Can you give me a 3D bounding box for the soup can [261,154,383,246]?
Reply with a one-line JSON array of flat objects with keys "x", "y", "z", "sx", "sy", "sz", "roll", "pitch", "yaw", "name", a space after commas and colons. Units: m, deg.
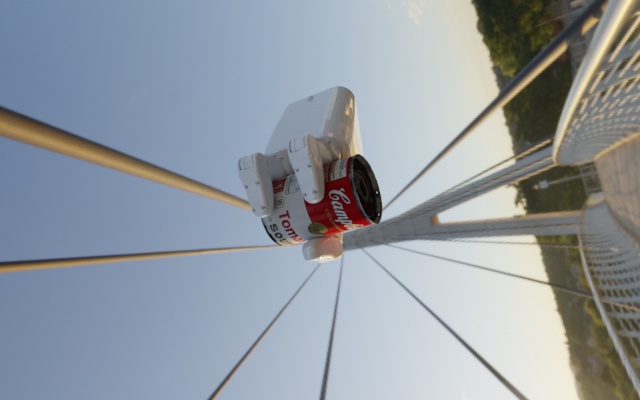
[{"x": 0.000, "y": 0.002, "z": 0.464, "sx": 0.102, "sy": 0.068, "sz": 0.068, "roll": -16, "pitch": -7, "yaw": 24, "name": "soup can"}]
